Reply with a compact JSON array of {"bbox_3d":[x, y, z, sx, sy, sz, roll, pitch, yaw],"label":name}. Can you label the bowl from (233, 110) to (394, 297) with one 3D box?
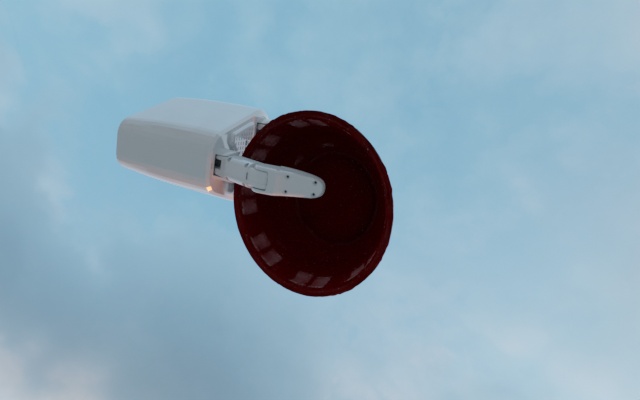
[{"bbox_3d":[0.001,0.002,0.431,0.162,0.162,0.055,0,7,31],"label":"bowl"}]
